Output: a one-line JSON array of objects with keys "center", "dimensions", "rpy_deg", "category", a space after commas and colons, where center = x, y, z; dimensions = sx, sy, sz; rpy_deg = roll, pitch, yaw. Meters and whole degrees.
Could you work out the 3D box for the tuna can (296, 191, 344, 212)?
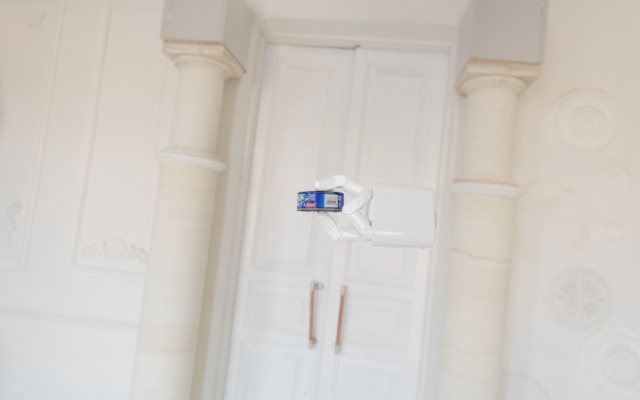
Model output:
[{"center": [0.000, 0.002, 0.850], "dimensions": [0.086, 0.034, 0.086], "rpy_deg": [1, -4, 0], "category": "tuna can"}]
